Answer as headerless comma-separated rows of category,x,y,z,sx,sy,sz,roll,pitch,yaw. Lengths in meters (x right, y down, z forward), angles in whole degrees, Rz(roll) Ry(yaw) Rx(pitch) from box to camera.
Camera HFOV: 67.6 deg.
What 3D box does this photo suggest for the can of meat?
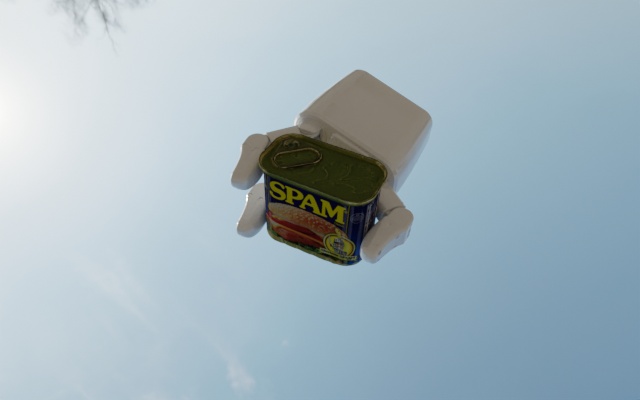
can of meat,0.000,0.002,0.410,0.102,0.084,0.057,21,47,17
